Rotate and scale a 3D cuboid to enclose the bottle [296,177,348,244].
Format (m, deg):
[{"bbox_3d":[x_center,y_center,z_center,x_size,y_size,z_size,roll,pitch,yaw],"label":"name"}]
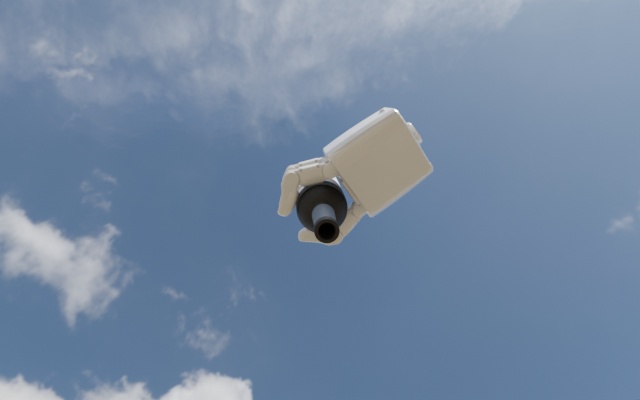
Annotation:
[{"bbox_3d":[0.000,0.002,0.650,0.069,0.069,0.295,0,12,-3],"label":"bottle"}]
